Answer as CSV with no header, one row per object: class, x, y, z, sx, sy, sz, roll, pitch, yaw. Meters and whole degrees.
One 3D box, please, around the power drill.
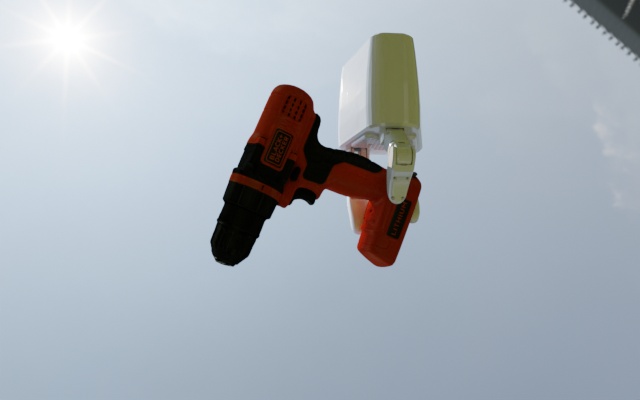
power drill,0.001,0.002,0.482,0.188,0.184,0.057,25,-7,-23
